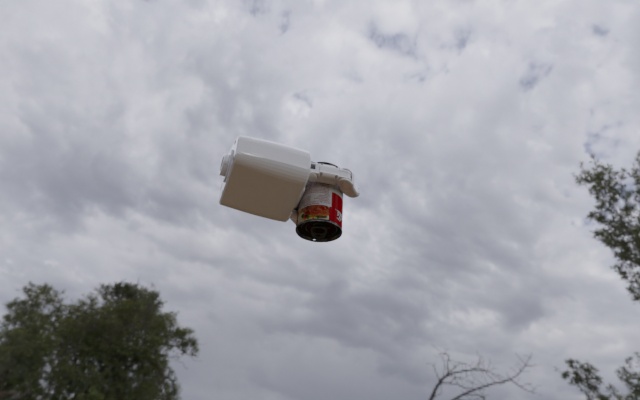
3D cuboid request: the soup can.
[{"bbox_3d":[0.001,0.002,0.712,0.068,0.102,0.068,3,-31,2],"label":"soup can"}]
